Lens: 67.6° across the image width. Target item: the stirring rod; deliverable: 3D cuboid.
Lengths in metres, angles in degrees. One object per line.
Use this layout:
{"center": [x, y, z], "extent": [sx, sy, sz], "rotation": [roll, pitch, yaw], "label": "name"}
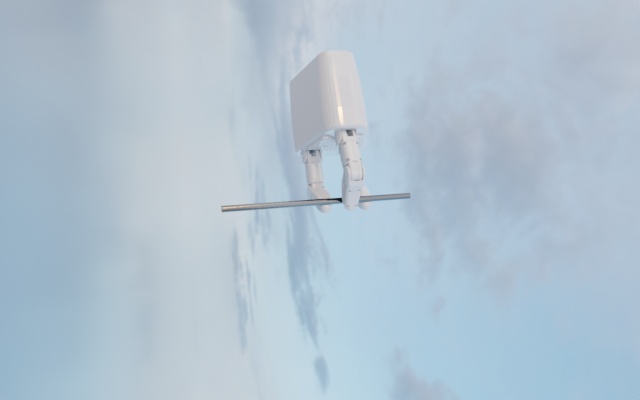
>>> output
{"center": [0.000, 0.002, 0.589], "extent": [0.239, 0.011, 0.011], "rotation": [-4, 1, -16], "label": "stirring rod"}
